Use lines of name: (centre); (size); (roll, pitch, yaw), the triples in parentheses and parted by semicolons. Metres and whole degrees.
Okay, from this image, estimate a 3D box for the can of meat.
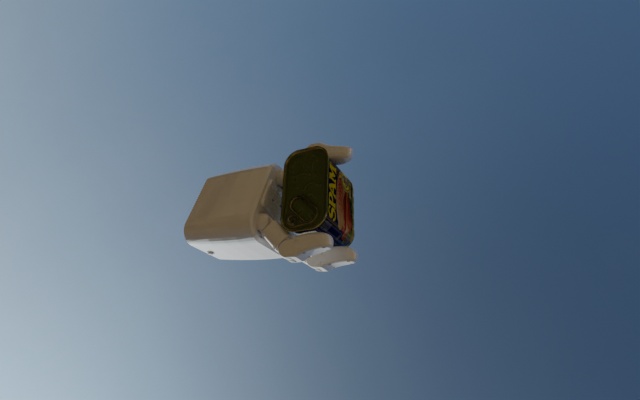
can of meat: (0.000, 0.002, 0.561); (0.057, 0.102, 0.084); (-10, -28, 24)
